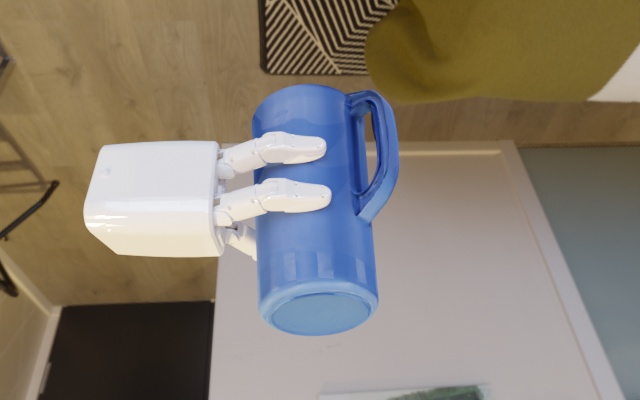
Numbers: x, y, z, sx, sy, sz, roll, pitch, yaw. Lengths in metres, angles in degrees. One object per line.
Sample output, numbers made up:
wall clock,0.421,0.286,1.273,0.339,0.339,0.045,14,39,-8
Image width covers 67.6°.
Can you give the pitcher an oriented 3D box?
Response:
pitcher,0.000,0.002,0.487,0.145,0.242,0.149,1,-37,-8
